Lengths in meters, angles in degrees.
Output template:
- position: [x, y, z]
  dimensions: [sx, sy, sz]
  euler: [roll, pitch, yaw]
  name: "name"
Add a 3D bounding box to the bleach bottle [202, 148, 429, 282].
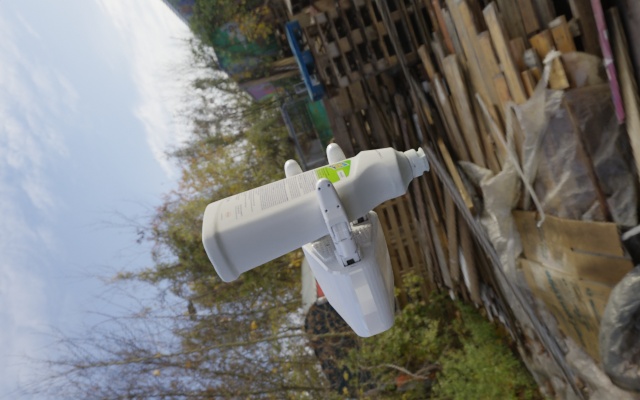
- position: [0.000, 0.002, 0.527]
  dimensions: [0.251, 0.068, 0.102]
  euler: [-20, 29, 1]
  name: "bleach bottle"
